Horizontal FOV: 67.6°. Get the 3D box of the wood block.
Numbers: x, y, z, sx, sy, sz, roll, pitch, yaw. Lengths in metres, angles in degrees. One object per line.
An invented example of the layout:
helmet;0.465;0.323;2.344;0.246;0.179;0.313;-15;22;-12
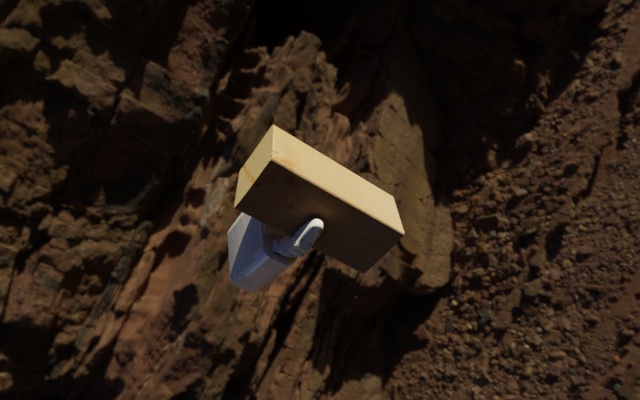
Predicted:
wood block;0.000;0.002;0.638;0.206;0.090;0.090;29;29;-22
